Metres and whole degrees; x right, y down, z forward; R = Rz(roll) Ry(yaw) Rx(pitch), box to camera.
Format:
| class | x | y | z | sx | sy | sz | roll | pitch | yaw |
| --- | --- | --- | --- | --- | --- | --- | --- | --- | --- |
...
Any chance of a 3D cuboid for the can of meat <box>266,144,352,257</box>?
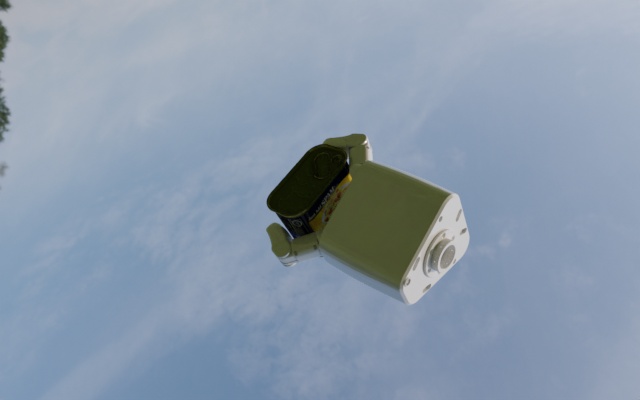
| class | x | y | z | sx | sy | sz | roll | pitch | yaw |
| --- | --- | --- | --- | --- | --- | --- | --- | --- | --- |
| can of meat | 0.000 | 0.002 | 0.543 | 0.057 | 0.102 | 0.084 | 21 | -27 | 40 |
